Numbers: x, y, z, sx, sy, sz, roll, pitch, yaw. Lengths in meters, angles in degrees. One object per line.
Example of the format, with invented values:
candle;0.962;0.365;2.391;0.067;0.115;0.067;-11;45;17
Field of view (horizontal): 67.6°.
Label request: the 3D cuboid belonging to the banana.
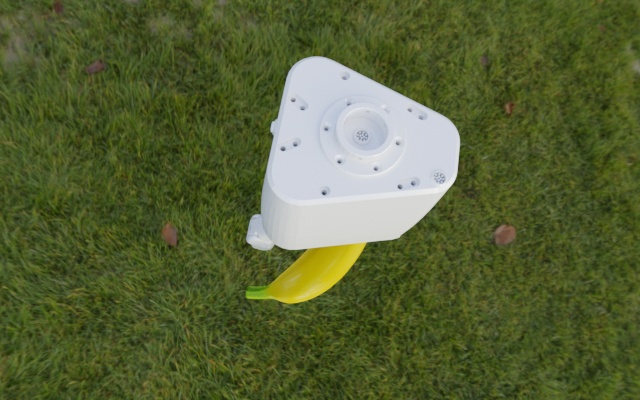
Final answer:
banana;0.014;0.013;0.414;0.069;0.197;0.037;30;-14;13
